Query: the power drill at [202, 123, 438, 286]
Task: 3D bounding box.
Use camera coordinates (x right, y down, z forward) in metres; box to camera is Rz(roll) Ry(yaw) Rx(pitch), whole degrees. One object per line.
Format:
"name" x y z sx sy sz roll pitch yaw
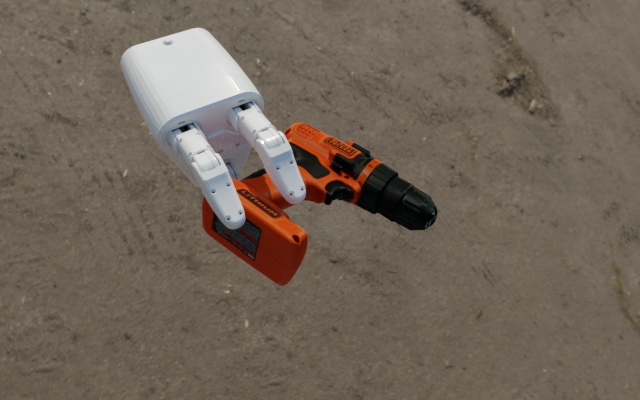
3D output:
"power drill" 0.000 0.001 0.447 0.184 0.057 0.187 30 36 21
